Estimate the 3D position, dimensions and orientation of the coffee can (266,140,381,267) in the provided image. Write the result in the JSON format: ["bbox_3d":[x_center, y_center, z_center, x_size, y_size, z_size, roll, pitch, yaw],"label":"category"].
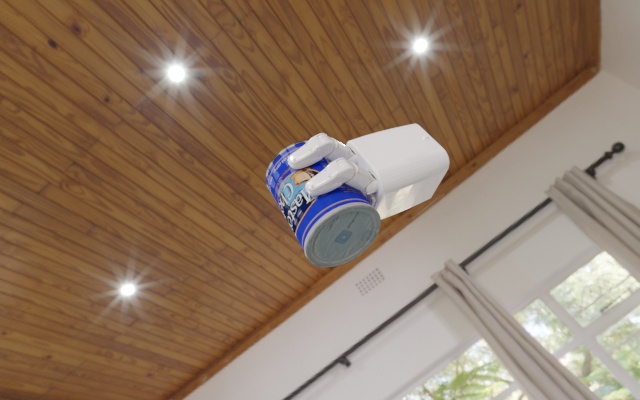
[{"bbox_3d":[0.000,0.002,0.624,0.103,0.103,0.140,0,39,-33],"label":"coffee can"}]
